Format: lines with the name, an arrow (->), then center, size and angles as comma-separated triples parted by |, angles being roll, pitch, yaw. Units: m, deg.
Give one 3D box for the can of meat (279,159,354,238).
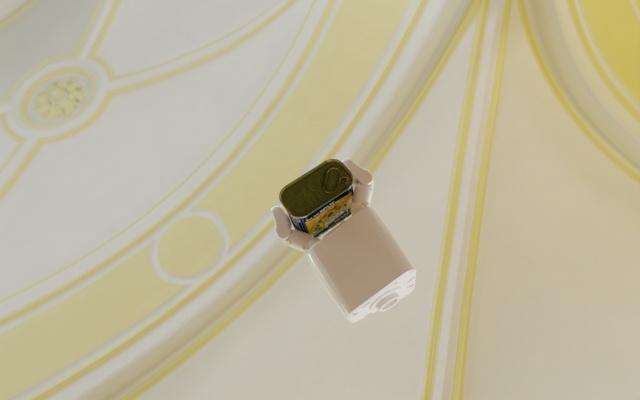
can of meat -> 0.000, 0.002, 0.677 | 0.102, 0.057, 0.084 | -33, -29, -9
